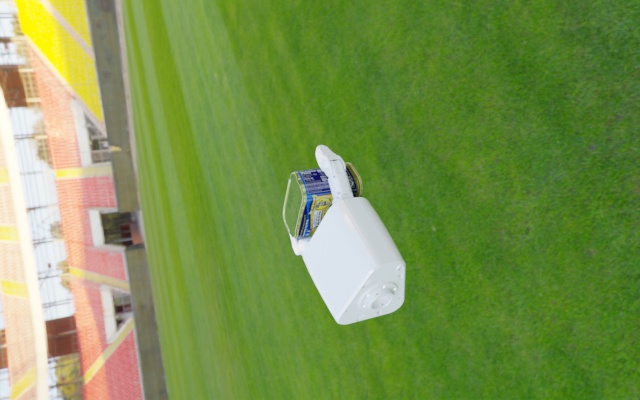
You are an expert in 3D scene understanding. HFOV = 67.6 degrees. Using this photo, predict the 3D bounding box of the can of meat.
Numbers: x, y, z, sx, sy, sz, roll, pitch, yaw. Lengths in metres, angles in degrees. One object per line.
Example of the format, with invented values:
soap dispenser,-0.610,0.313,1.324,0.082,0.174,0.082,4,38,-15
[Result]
can of meat,0.000,0.002,0.646,0.084,0.102,0.057,-9,48,-23
